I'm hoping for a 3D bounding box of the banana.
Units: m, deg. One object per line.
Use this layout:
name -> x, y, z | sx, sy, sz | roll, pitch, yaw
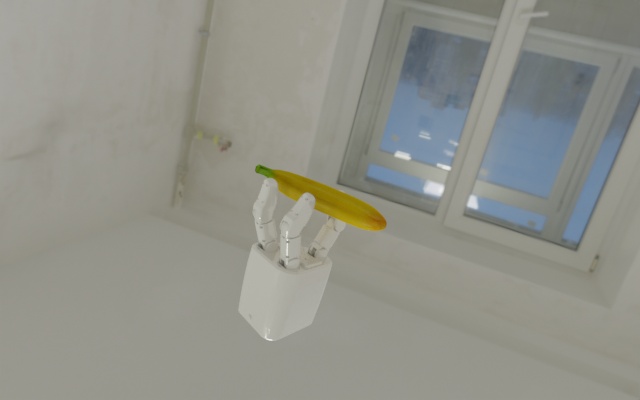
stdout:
banana -> 0.005, 0.000, 0.645 | 0.198, 0.037, 0.069 | 22, 11, 22
